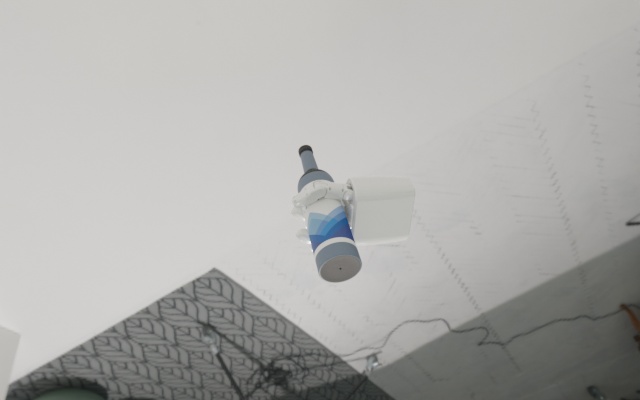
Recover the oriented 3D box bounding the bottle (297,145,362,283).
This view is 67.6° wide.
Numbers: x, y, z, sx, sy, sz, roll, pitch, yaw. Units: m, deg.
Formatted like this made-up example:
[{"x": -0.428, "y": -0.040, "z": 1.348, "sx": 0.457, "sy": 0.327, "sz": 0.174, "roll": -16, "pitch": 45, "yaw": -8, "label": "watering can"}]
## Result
[{"x": 0.000, "y": 0.003, "z": 0.808, "sx": 0.069, "sy": 0.069, "sz": 0.295, "roll": 0, "pitch": 42, "yaw": -16, "label": "bottle"}]
